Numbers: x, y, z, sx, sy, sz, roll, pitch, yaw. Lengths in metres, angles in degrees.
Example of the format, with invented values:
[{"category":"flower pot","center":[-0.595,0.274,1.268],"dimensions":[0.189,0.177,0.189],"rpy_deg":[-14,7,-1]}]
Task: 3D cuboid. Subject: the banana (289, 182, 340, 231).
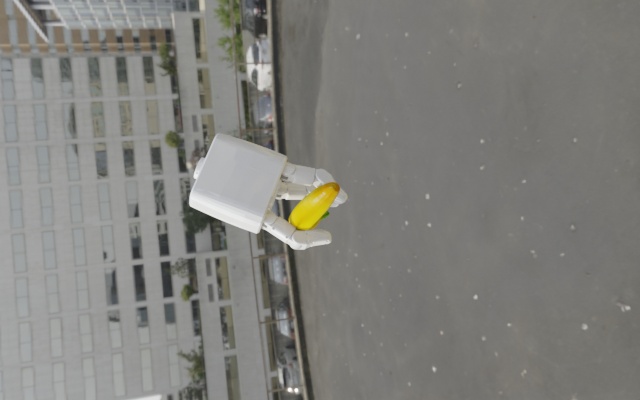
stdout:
[{"category":"banana","center":[-0.014,0.015,0.678],"dimensions":[0.069,0.037,0.198],"rpy_deg":[-43,-4,-10]}]
